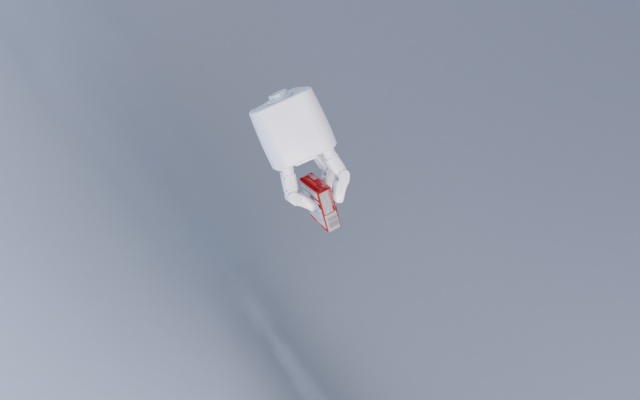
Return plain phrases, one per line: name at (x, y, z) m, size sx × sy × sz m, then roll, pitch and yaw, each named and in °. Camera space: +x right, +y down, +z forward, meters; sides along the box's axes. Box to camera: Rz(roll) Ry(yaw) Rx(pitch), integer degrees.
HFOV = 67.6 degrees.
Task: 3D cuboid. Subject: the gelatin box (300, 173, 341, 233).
gelatin box at (0.000, 0.003, 0.860) m, size 0.030 × 0.089 × 0.073 m, roll -26°, pitch 33°, yaw -17°
